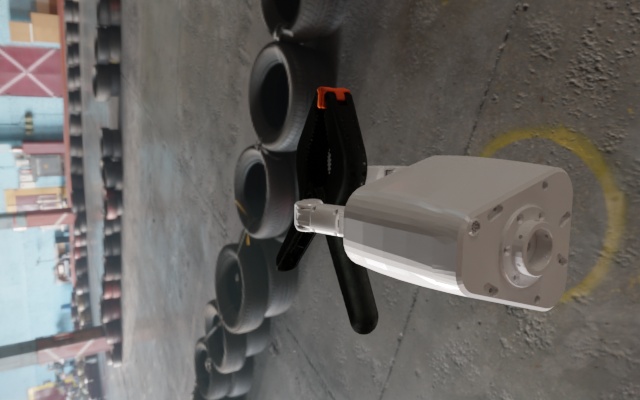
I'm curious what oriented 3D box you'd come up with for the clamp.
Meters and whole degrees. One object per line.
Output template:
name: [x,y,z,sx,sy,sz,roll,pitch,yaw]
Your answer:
clamp: [0.000,0.001,0.454,0.036,0.210,0.164,-5,9,-32]
